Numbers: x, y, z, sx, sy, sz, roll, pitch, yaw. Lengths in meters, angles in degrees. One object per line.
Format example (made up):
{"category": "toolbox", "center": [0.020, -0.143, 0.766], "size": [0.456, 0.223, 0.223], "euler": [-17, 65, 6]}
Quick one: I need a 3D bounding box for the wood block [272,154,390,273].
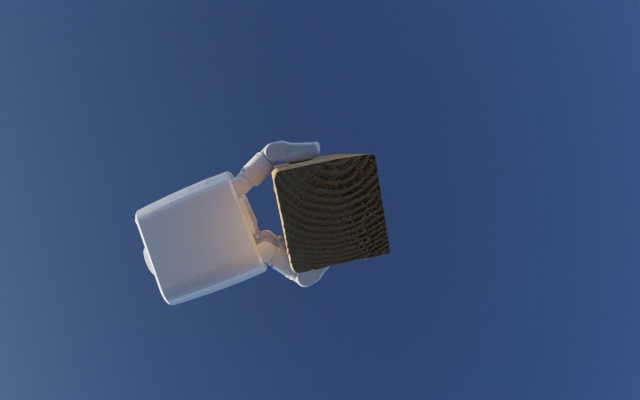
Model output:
{"category": "wood block", "center": [0.000, 0.001, 0.505], "size": [0.090, 0.091, 0.206], "euler": [-11, 7, -5]}
